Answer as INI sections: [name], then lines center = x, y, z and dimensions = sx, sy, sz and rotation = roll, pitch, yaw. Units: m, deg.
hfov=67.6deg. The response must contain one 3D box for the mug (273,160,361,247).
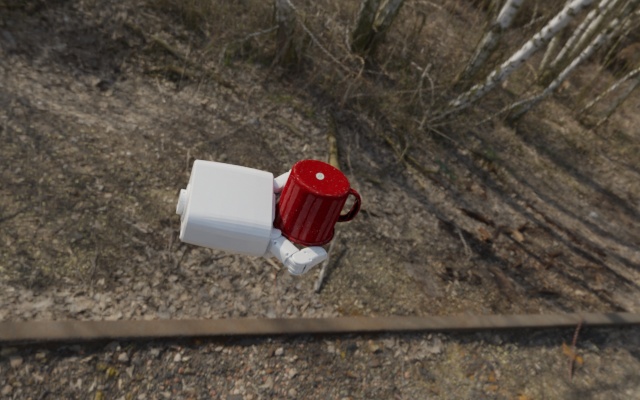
[mug]
center = 0.002, 0.002, 0.635
dimensions = 0.117, 0.081, 0.093
rotation = 9, 36, -21
